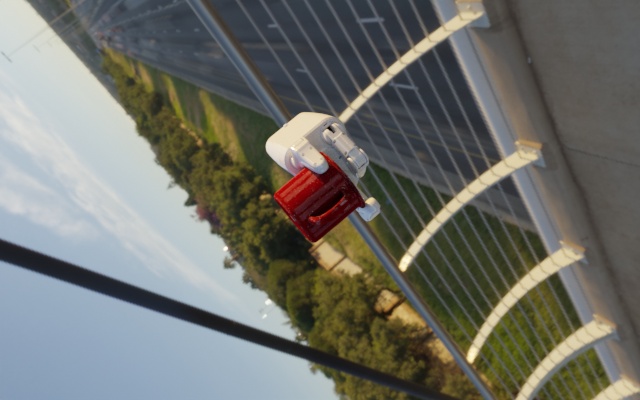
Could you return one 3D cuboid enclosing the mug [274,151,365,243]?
[{"bbox_3d":[0.000,0.002,0.591,0.081,0.093,0.117,-40,25,-7],"label":"mug"}]
